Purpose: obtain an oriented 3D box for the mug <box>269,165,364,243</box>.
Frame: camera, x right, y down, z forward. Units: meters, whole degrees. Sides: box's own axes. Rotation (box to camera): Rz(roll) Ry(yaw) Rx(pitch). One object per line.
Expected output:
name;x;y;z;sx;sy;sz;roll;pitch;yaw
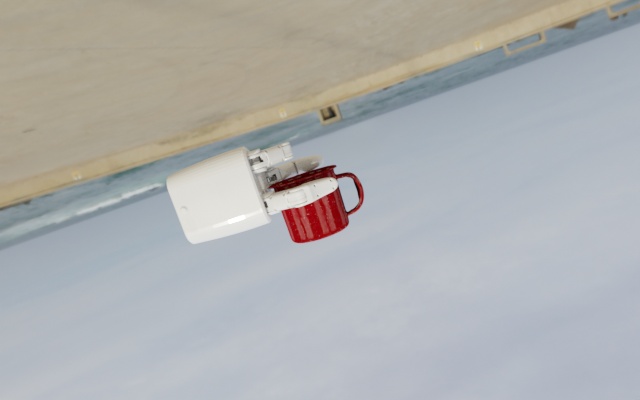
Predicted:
mug;0.002;0.002;0.628;0.117;0.081;0.093;-17;8;5
